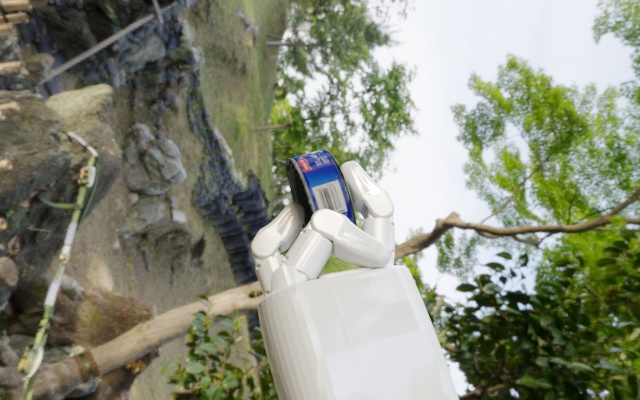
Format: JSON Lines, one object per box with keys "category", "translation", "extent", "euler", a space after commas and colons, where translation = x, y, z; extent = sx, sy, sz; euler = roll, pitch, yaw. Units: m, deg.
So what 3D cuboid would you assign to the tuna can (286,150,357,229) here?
{"category": "tuna can", "translation": [0.001, 0.001, 0.403], "extent": [0.034, 0.086, 0.086], "euler": [-18, 3, -11]}
